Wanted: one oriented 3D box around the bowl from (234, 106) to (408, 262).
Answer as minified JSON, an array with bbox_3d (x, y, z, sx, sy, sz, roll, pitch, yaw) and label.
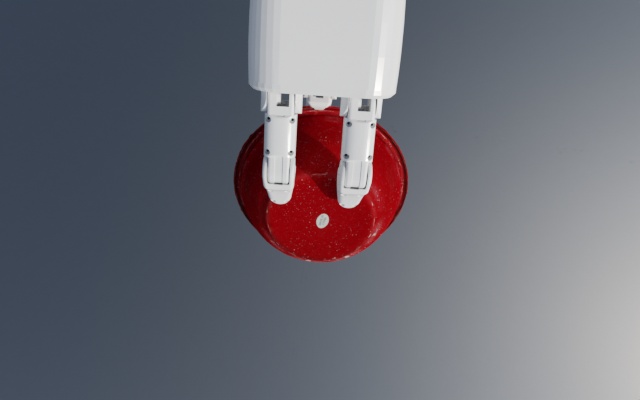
[{"bbox_3d":[0.000,0.003,0.423,0.162,0.162,0.055,0,34,0],"label":"bowl"}]
